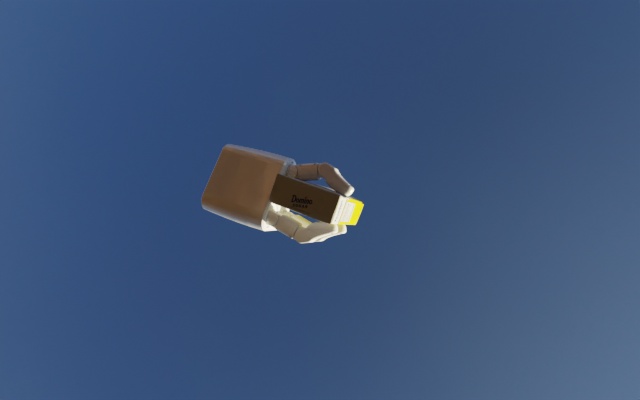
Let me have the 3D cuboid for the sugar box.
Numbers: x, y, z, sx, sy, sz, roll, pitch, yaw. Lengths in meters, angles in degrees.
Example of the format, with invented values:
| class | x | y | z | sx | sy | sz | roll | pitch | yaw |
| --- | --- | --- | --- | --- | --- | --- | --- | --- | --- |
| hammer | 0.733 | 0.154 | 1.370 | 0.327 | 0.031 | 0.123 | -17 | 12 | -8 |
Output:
| class | x | y | z | sx | sy | sz | roll | pitch | yaw |
| --- | --- | --- | --- | --- | --- | --- | --- | --- | --- |
| sugar box | 0.000 | 0.003 | 0.691 | 0.093 | 0.048 | 0.176 | 20 | 4 | 15 |
